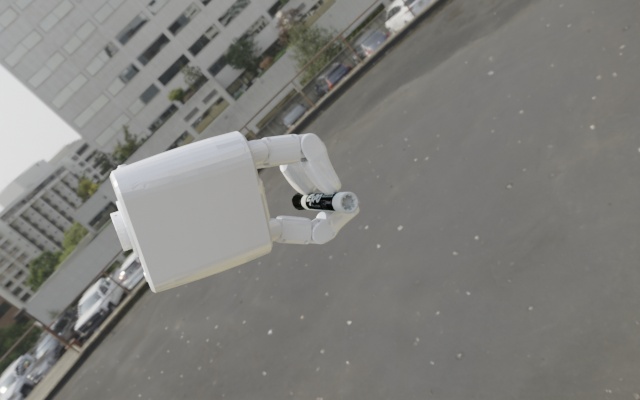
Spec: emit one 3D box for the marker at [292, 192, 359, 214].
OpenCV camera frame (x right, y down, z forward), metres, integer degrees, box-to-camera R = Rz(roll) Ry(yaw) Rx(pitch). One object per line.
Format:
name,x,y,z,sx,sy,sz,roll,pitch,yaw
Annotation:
marker,0.000,0.001,0.462,0.020,0.020,0.121,0,1,-24
